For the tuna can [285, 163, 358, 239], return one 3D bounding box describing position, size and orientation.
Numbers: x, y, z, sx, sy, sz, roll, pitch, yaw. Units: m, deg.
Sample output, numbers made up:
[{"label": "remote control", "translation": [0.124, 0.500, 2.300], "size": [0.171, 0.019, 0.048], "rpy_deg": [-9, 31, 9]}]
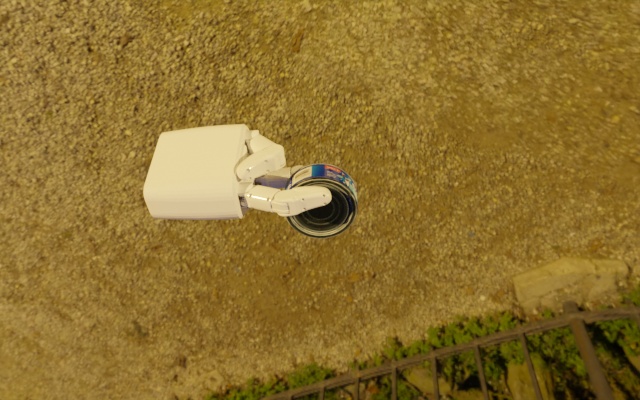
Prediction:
[{"label": "tuna can", "translation": [0.000, 0.002, 0.550], "size": [0.086, 0.086, 0.033], "rpy_deg": [0, 34, 1]}]
